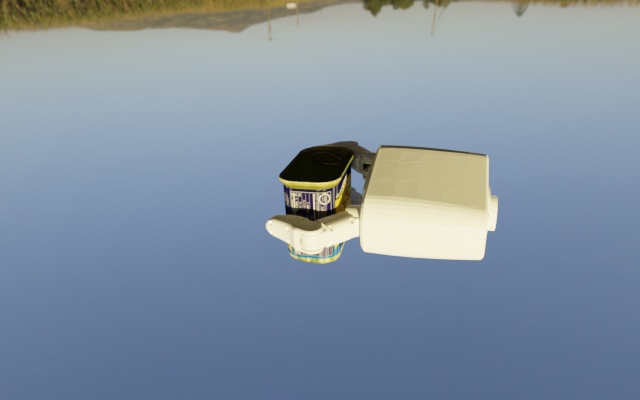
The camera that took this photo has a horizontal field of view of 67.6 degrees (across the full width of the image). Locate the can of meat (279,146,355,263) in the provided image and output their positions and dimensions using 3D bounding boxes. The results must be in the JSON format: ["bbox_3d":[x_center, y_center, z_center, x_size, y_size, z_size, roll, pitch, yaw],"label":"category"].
[{"bbox_3d":[0.000,0.002,0.475,0.057,0.084,0.102,4,25,14],"label":"can of meat"}]
